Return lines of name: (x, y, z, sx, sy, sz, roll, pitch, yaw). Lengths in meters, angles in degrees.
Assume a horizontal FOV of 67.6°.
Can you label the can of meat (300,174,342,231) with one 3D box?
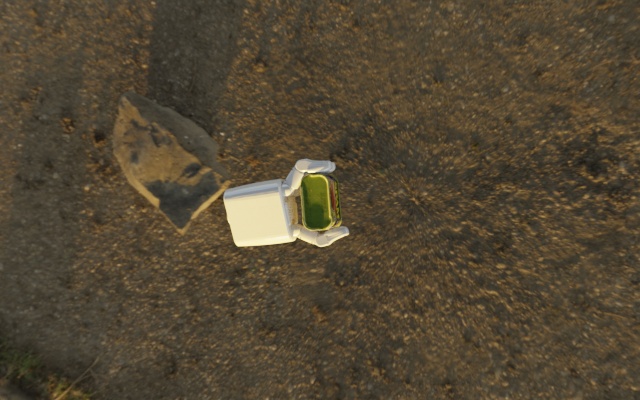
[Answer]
can of meat: (0.000, 0.003, 0.842, 0.057, 0.102, 0.084, -5, -1, 12)
